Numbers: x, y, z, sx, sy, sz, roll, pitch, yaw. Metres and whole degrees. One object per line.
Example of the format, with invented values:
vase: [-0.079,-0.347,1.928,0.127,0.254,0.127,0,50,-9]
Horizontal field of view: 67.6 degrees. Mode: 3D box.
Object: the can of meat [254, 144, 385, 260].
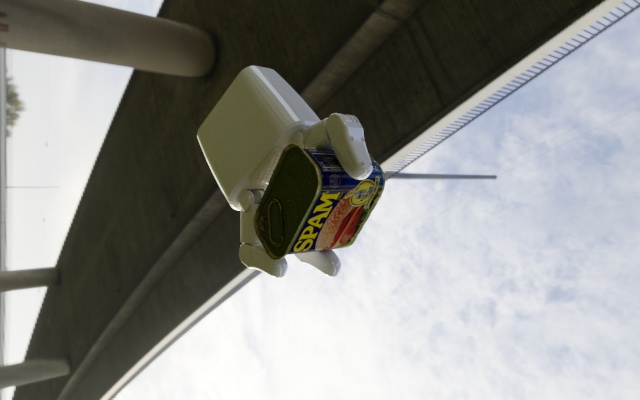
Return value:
can of meat: [0.000,0.001,0.429,0.084,0.102,0.057,-2,42,-40]
